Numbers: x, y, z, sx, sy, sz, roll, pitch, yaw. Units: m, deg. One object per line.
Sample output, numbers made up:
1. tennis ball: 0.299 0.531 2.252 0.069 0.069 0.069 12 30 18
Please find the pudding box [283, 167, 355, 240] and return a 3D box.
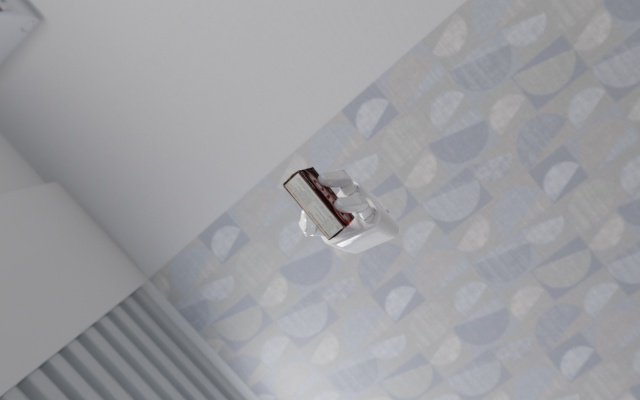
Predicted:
1. pudding box: 0.000 0.003 0.744 0.039 0.113 0.090 -43 -3 14
